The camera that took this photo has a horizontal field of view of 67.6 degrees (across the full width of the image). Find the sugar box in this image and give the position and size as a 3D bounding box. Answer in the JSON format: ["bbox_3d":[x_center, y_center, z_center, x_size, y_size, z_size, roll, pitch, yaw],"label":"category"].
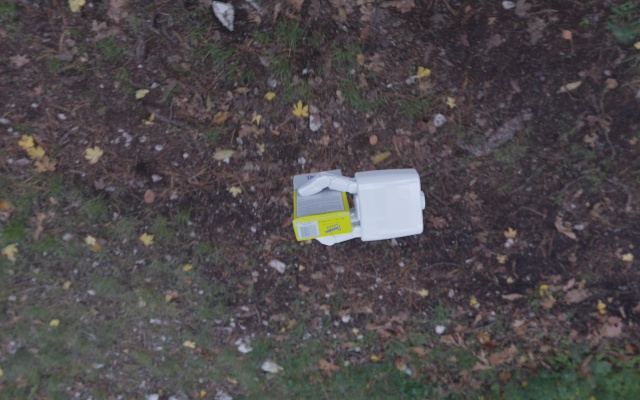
[{"bbox_3d":[0.000,0.003,0.836,0.093,0.048,0.176,-8,24,2],"label":"sugar box"}]
